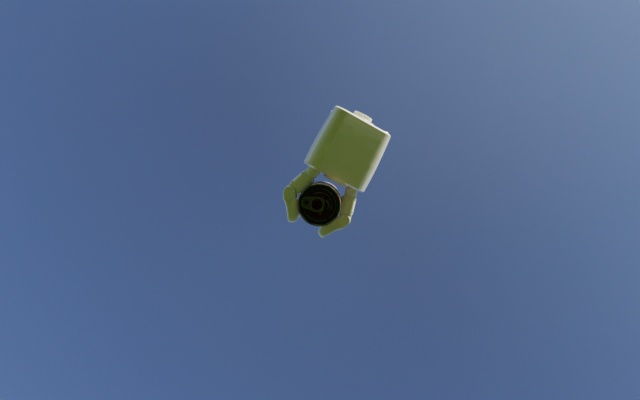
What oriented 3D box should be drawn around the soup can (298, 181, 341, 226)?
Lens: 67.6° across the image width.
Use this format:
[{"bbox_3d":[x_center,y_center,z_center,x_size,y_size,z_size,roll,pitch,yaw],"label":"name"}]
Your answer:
[{"bbox_3d":[0.000,0.003,0.797,0.068,0.068,0.102,0,5,2],"label":"soup can"}]
